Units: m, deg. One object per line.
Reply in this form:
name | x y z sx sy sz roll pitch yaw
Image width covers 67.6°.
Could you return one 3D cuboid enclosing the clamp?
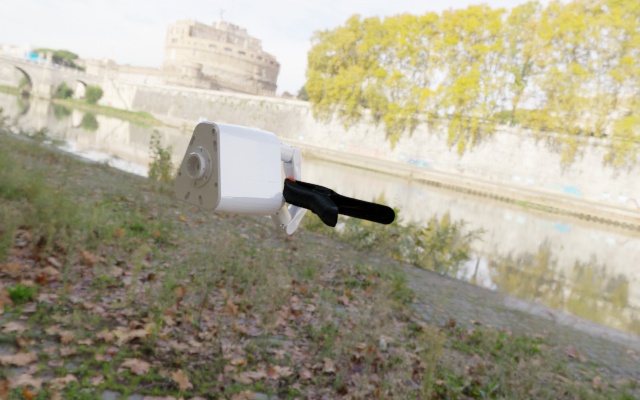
clamp | 0.000 0.001 0.633 0.171 0.039 0.120 16 6 37
